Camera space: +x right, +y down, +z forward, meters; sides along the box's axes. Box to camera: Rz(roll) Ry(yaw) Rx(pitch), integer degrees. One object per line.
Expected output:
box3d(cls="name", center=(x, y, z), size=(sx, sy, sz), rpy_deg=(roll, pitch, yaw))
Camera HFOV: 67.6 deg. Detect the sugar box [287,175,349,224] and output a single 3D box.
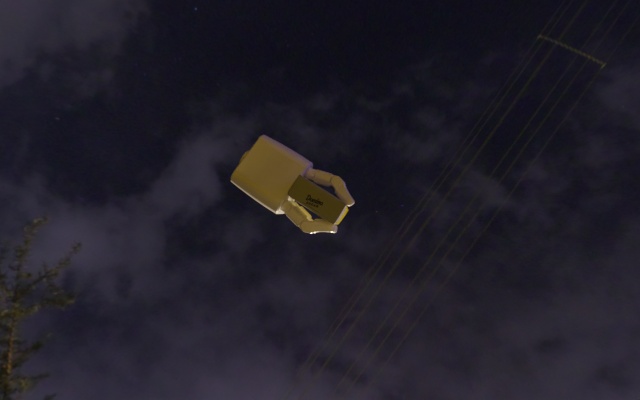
box3d(cls="sugar box", center=(0.000, 0.003, 0.844), size=(0.093, 0.048, 0.176), rpy_deg=(33, 2, 6))
